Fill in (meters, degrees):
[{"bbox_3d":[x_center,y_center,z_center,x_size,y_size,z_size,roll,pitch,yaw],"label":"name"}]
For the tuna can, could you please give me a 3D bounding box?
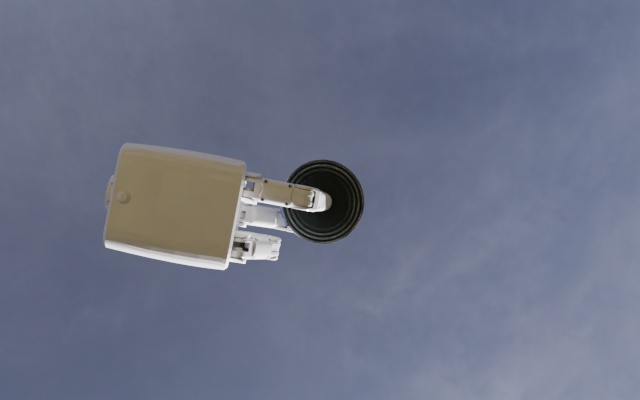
[{"bbox_3d":[0.000,0.002,0.499,0.086,0.086,0.034,0,-1,-10],"label":"tuna can"}]
